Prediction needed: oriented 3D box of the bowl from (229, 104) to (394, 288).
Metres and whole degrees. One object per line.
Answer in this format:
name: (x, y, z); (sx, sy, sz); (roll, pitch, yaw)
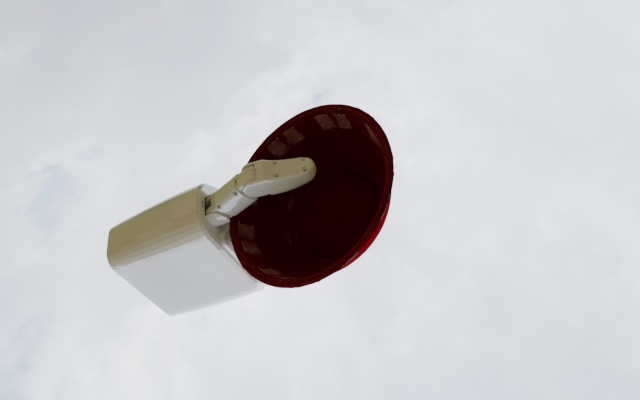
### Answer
bowl: (0.001, 0.001, 0.405); (0.162, 0.162, 0.055); (0, -22, 38)
